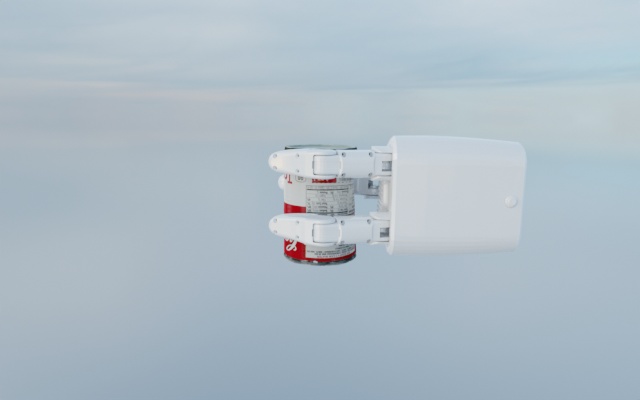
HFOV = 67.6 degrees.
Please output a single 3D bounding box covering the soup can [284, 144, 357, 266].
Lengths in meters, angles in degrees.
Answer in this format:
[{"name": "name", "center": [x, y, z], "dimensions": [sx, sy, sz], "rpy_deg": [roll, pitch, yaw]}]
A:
[{"name": "soup can", "center": [0.000, 0.001, 0.438], "dimensions": [0.068, 0.102, 0.068], "rpy_deg": [1, 10, 0]}]
